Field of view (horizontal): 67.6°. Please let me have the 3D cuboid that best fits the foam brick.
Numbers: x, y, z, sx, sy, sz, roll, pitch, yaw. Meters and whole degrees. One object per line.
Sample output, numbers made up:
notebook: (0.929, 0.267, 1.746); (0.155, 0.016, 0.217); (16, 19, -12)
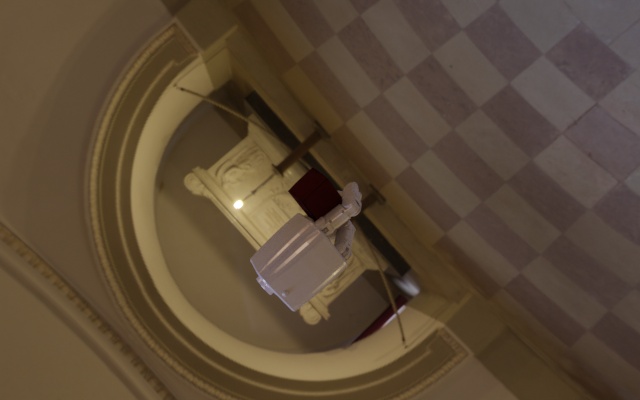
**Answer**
foam brick: (0.000, 0.002, 0.698); (0.051, 0.078, 0.053); (-41, 32, -6)
